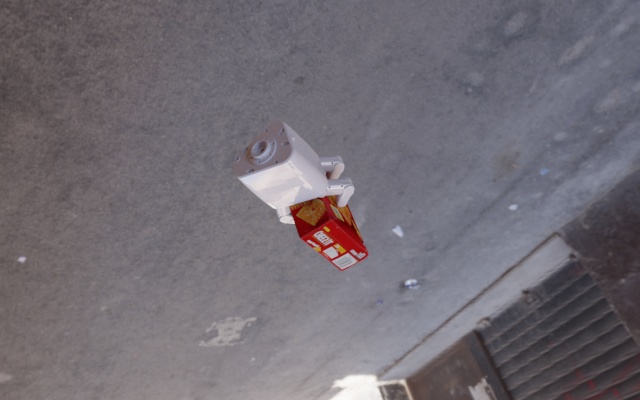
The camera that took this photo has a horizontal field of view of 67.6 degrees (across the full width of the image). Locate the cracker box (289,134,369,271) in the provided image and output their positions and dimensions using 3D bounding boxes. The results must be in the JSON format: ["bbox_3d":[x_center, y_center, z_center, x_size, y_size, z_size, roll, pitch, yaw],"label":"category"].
[{"bbox_3d":[0.000,0.003,0.883,0.072,0.213,0.164,-30,-38,13],"label":"cracker box"}]
